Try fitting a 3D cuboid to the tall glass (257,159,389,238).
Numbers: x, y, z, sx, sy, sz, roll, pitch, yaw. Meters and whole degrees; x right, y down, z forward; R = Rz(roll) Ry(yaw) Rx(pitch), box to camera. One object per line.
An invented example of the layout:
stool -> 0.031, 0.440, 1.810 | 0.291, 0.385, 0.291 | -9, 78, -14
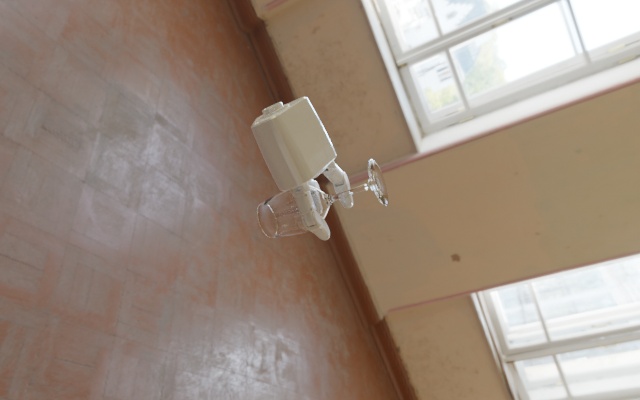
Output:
tall glass -> 0.001, 0.002, 0.751 | 0.201, 0.079, 0.079 | -19, -7, 22
